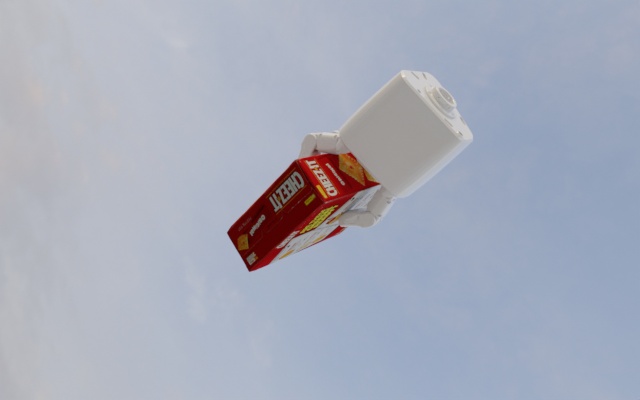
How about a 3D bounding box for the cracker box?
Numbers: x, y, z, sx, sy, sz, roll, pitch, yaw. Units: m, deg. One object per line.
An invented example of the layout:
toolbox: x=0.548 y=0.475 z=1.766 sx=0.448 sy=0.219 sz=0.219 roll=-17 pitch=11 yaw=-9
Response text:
cracker box: x=0.000 y=0.002 z=0.657 sx=0.164 sy=0.072 sz=0.213 roll=-43 pitch=-16 yaw=34
